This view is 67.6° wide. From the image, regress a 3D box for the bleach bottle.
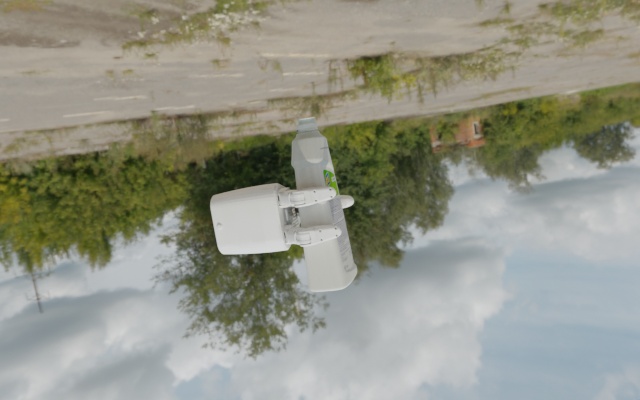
[{"bbox_3d":[0.000,0.002,0.717,0.068,0.251,0.102,-7,7,15],"label":"bleach bottle"}]
